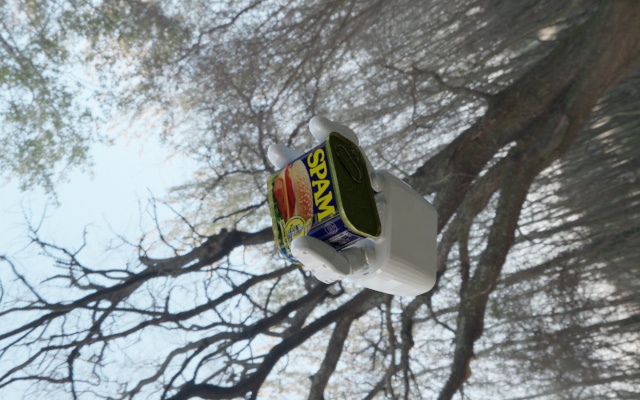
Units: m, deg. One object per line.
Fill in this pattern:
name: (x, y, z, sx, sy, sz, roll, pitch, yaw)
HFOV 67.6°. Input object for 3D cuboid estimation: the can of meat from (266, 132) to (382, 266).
can of meat: (0.000, 0.002, 0.446, 0.084, 0.102, 0.057, -29, -33, 31)
